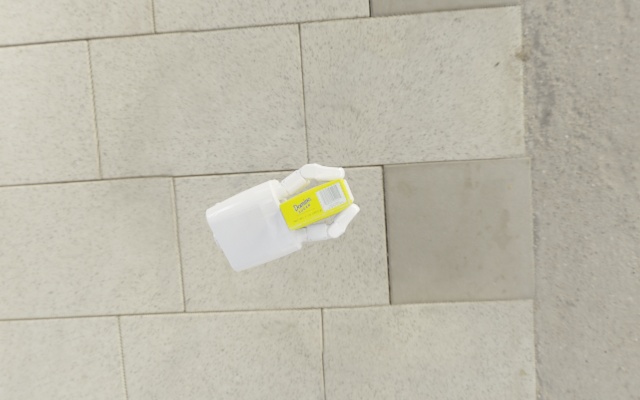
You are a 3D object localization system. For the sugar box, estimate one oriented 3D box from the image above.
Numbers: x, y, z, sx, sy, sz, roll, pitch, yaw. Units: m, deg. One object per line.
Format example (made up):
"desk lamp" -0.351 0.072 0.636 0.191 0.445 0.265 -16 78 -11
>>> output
"sugar box" 0.000 0.002 0.716 0.093 0.048 0.176 -23 2 5
